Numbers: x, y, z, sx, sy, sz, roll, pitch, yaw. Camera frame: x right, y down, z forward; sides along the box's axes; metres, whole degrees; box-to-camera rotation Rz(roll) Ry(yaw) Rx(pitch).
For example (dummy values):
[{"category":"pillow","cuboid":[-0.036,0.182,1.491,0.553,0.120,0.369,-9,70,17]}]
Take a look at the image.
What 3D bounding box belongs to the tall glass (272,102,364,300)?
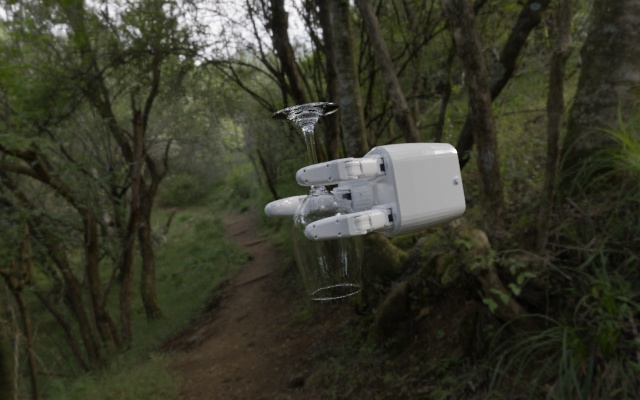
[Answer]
[{"category":"tall glass","cuboid":[0.000,0.001,0.518,0.079,0.201,0.079,-9,0,0]}]
